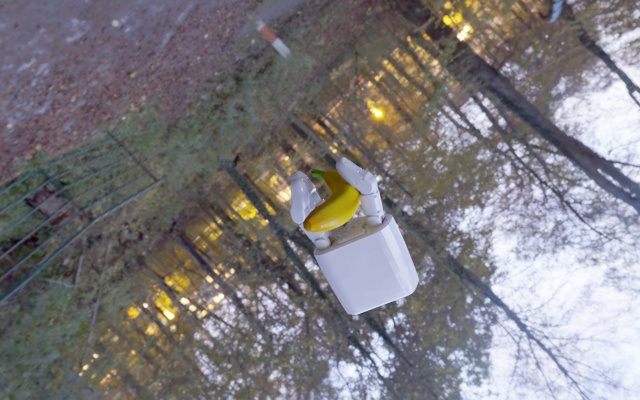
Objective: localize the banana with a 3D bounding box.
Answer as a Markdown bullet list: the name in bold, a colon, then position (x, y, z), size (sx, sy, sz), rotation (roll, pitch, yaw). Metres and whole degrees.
- **banana**: position (0.019, -0.001, 0.624), size (0.069, 0.037, 0.197), rotation (-7, 19, 4)
